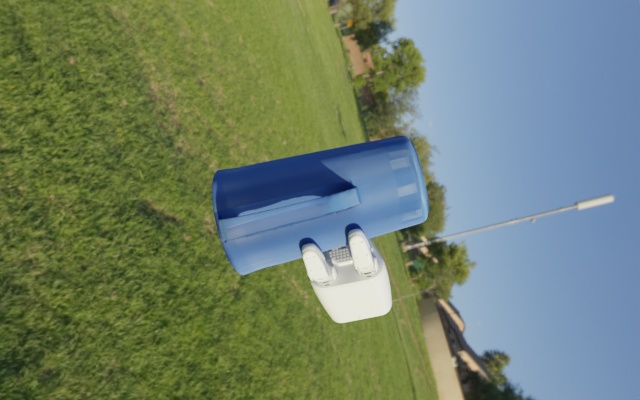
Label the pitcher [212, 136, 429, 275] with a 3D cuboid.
[{"bbox_3d":[0.000,0.002,0.572,0.243,0.149,0.145,-14,-43,6],"label":"pitcher"}]
